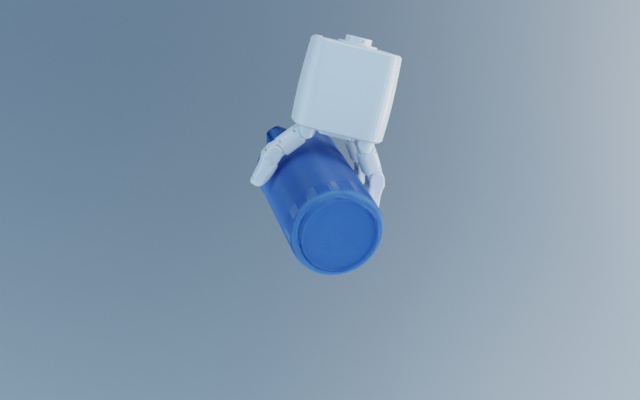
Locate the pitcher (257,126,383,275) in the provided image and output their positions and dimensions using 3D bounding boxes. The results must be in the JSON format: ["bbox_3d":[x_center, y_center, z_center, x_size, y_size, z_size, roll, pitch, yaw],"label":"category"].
[{"bbox_3d":[0.000,0.002,0.635,0.149,0.145,0.242,9,20,-17],"label":"pitcher"}]
